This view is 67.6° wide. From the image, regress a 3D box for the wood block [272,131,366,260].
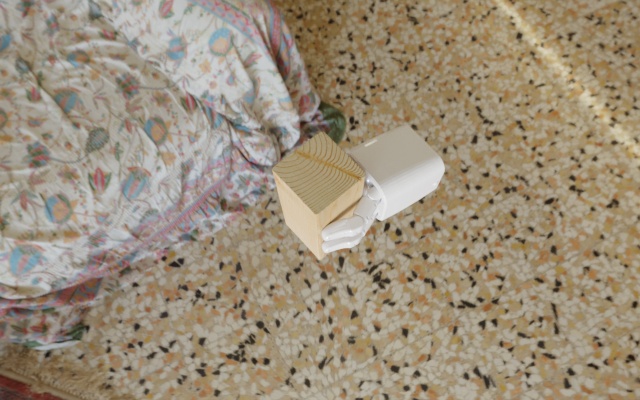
[{"bbox_3d":[0.000,0.002,0.710,0.090,0.090,0.206,-39,-19,-14],"label":"wood block"}]
